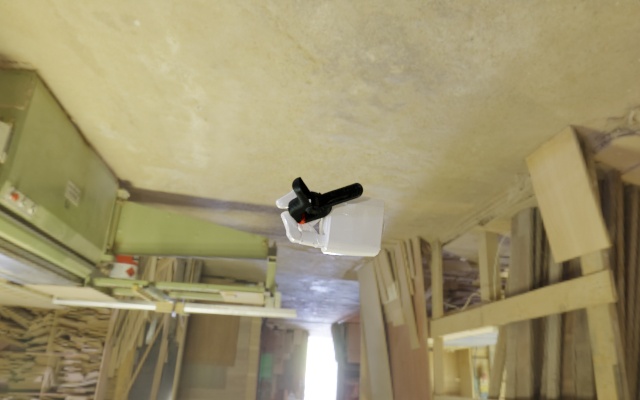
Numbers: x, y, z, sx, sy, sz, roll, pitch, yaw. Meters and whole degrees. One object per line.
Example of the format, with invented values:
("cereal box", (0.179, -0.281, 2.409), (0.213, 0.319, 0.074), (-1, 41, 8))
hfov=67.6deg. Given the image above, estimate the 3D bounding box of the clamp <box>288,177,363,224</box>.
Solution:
("clamp", (0.000, 0.003, 0.833), (0.120, 0.039, 0.171), (7, -20, -9))
